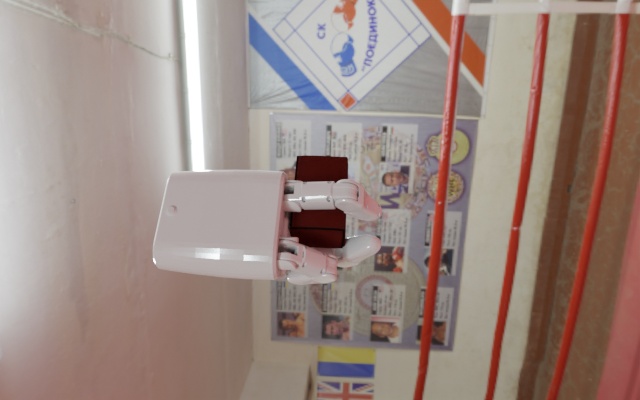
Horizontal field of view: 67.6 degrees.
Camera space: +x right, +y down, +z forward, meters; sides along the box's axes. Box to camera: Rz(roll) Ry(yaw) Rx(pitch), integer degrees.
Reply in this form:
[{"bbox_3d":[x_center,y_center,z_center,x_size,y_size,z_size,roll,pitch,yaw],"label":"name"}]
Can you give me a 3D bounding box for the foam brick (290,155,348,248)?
[{"bbox_3d":[0.000,0.001,0.464,0.051,0.078,0.053,2,-25,4],"label":"foam brick"}]
